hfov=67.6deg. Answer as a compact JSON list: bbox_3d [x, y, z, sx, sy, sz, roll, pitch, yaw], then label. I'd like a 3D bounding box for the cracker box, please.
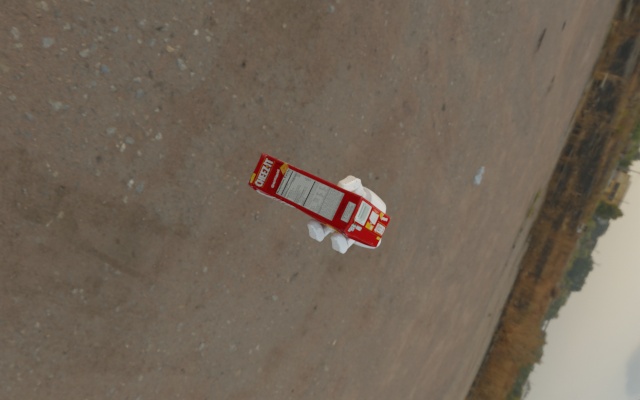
[{"bbox_3d":[0.000,0.003,0.862,0.213,0.072,0.164,25,-2,28],"label":"cracker box"}]
